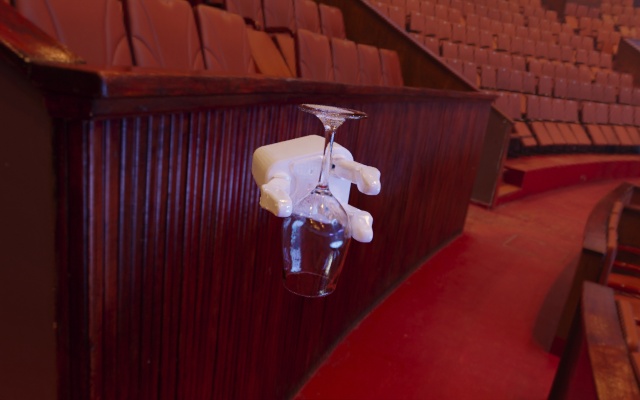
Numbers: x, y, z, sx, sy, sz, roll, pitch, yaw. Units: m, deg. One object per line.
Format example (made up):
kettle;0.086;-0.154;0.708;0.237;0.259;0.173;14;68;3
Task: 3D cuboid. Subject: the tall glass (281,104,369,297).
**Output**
tall glass;0.000;0.001;0.520;0.079;0.201;0.079;7;16;-2
